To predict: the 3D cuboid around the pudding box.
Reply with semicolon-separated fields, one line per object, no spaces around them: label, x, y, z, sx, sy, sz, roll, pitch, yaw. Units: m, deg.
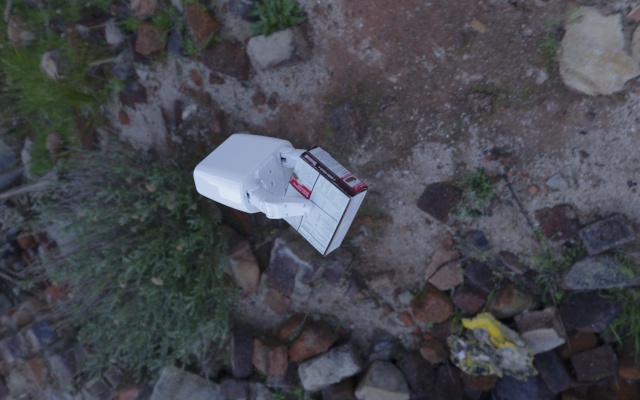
pudding box;0.000;0.002;0.602;0.090;0.114;0.039;40;46;18
